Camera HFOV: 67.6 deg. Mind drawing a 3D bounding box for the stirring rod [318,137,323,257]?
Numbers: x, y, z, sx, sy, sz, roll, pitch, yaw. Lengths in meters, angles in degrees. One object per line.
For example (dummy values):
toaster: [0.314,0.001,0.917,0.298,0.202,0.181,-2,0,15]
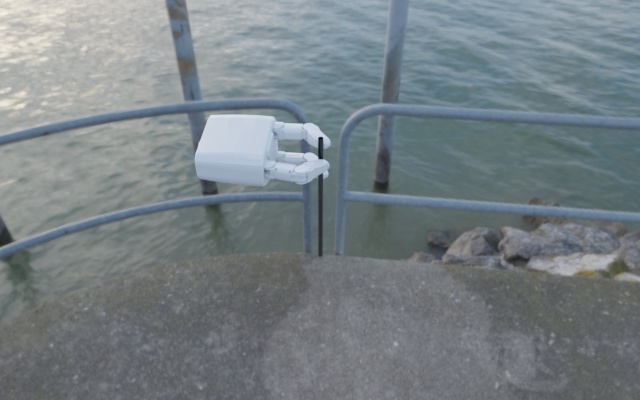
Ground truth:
stirring rod: [0.000,0.003,0.780,0.011,0.240,0.011,0,38,0]
